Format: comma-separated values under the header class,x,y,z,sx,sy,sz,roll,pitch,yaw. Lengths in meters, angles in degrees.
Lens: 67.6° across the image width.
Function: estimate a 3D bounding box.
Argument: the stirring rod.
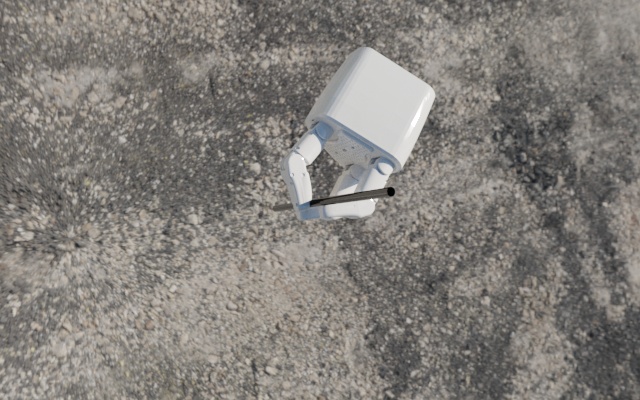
class,x,y,z,sx,sy,sz,roll,pitch,yaw
stirring rod,0.000,0.002,0.483,0.011,0.011,0.239,0,-4,-28
